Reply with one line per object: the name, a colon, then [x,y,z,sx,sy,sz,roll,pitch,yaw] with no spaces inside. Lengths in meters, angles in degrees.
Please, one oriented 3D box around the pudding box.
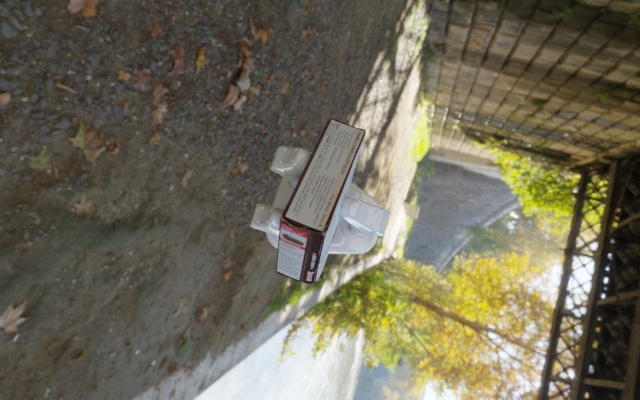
pudding box: [0.000,0.001,0.403,0.039,0.113,0.090,17,-35,6]
